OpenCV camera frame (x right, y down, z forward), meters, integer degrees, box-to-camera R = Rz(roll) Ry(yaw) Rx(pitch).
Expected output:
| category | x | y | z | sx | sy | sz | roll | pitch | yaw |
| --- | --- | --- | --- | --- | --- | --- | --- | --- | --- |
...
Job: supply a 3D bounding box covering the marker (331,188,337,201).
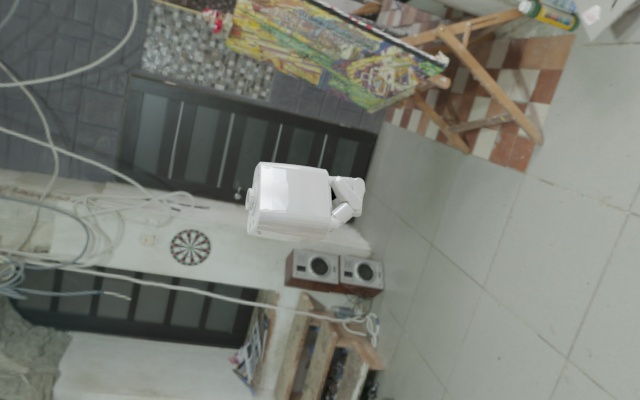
| category | x | y | z | sx | sy | sz | roll | pitch | yaw |
| --- | --- | --- | --- | --- | --- | --- | --- | --- | --- |
| marker | 0.000 | 0.003 | 0.775 | 0.020 | 0.020 | 0.121 | 0 | -13 | -19 |
